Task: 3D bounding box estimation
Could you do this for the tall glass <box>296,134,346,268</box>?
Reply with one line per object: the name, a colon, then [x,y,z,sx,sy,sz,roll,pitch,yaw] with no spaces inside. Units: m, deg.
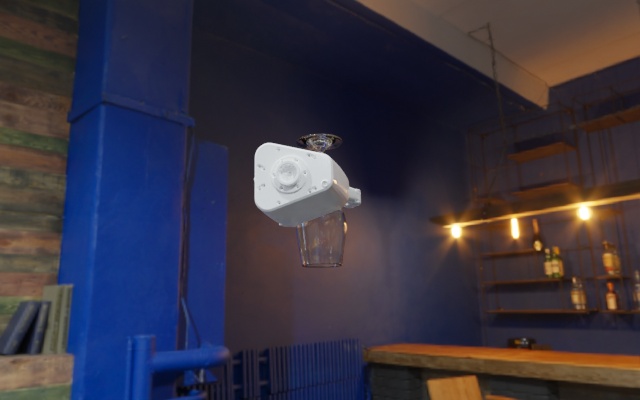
tall glass: [0.000,0.002,0.748,0.079,0.201,0.079,-1,-12,0]
